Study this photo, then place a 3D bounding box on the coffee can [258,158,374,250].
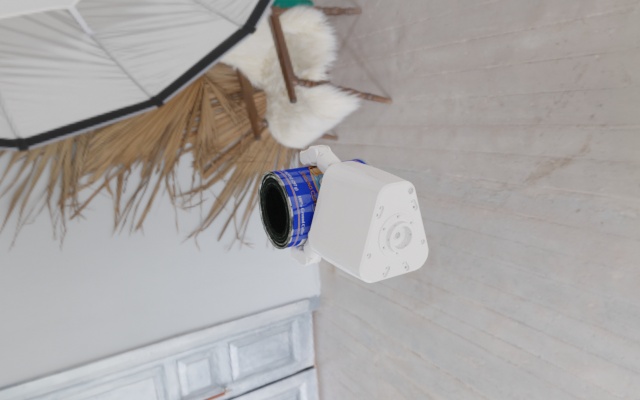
[{"bbox_3d":[0.000,0.002,0.644,0.140,0.103,0.103,-11,5,-28],"label":"coffee can"}]
